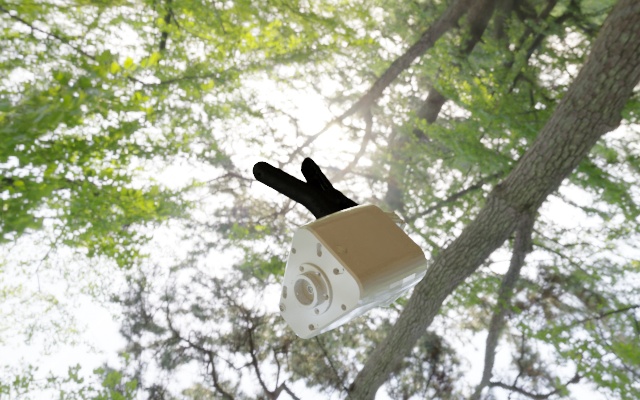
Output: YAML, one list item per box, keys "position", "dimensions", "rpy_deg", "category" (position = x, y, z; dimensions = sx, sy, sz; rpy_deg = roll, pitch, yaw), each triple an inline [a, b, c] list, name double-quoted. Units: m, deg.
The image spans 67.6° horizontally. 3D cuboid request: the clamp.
- position: [0.000, 0.002, 0.559]
  dimensions: [0.171, 0.039, 0.120]
  rpy_deg: [42, 31, 28]
  category: "clamp"
